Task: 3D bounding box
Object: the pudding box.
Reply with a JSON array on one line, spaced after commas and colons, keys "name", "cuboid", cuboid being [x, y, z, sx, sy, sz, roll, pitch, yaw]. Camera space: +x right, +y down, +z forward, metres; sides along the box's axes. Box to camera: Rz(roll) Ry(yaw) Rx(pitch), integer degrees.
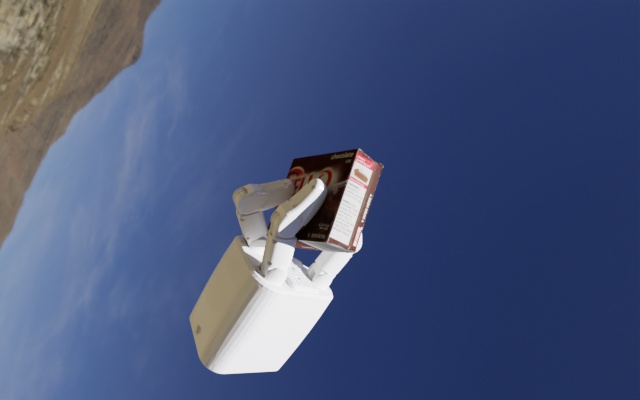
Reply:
[{"name": "pudding box", "cuboid": [0.000, 0.002, 0.461, 0.039, 0.090, 0.113, 27, -16, -34]}]
